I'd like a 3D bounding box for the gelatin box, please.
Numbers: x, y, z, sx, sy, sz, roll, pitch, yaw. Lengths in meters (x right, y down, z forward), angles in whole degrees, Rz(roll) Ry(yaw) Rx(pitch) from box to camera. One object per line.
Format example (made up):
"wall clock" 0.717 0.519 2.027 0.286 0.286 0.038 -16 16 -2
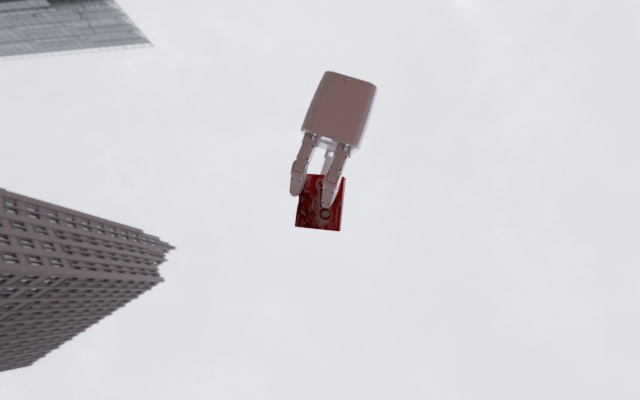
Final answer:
"gelatin box" 0.000 0.003 0.767 0.073 0.089 0.030 6 -3 9
